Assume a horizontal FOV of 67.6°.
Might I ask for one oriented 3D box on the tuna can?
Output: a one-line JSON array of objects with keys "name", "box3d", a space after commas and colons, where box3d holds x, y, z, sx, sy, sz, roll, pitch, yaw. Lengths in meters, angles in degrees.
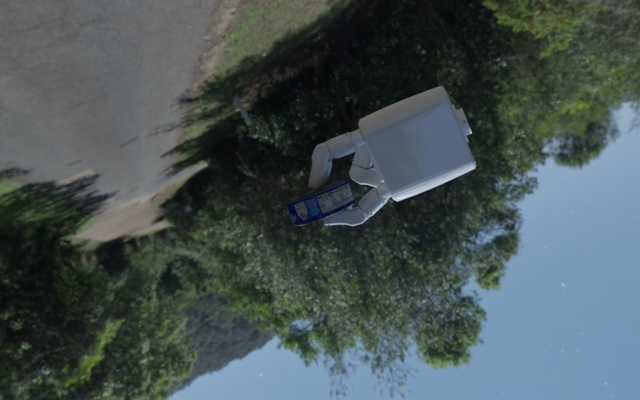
[{"name": "tuna can", "box3d": [0.000, 0.003, 0.606, 0.086, 0.034, 0.086, -21, 4, 2]}]
